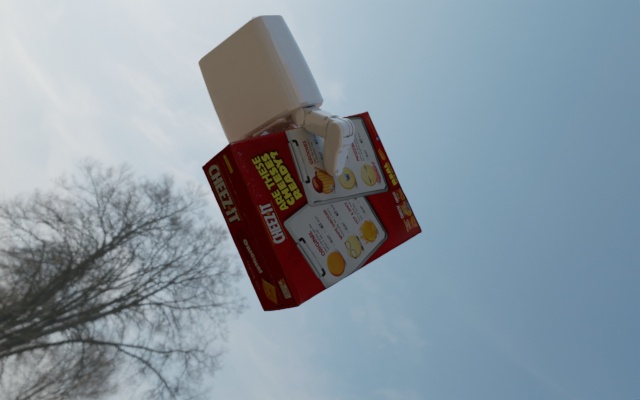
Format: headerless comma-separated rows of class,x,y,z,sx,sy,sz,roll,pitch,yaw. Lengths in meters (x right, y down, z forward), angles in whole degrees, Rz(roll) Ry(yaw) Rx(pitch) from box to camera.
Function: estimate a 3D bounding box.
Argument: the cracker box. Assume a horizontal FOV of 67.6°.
cracker box,0.000,0.002,0.528,0.213,0.164,0.072,-22,-2,-43
